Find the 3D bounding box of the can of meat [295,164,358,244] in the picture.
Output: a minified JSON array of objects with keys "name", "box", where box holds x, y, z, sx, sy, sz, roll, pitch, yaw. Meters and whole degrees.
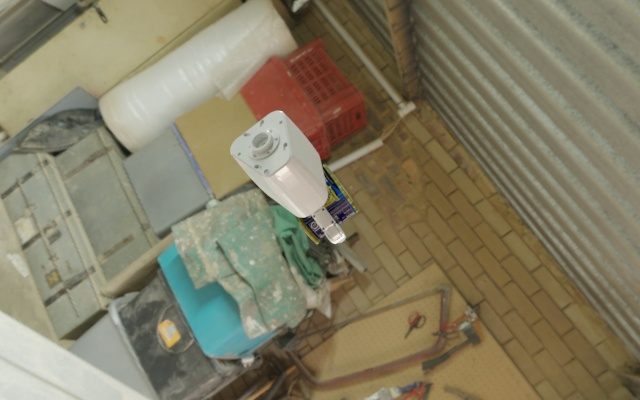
[{"name":"can of meat","box":[0.000,0.002,0.740,0.084,0.102,0.057,-37,-43,4]}]
